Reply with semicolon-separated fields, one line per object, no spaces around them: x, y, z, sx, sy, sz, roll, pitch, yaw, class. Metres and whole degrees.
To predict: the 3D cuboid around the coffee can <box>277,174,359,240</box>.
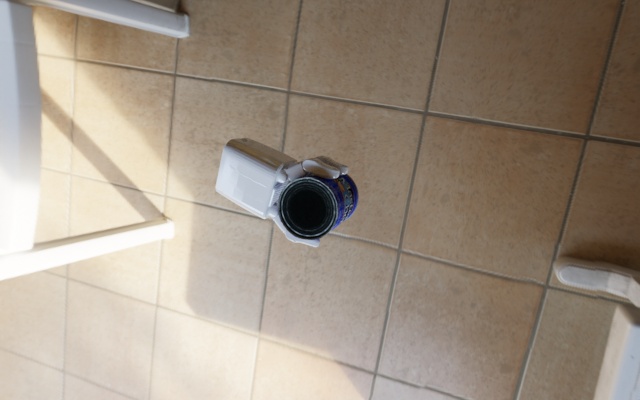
0.000;0.003;0.820;0.103;0.103;0.140;0;9;18;coffee can
